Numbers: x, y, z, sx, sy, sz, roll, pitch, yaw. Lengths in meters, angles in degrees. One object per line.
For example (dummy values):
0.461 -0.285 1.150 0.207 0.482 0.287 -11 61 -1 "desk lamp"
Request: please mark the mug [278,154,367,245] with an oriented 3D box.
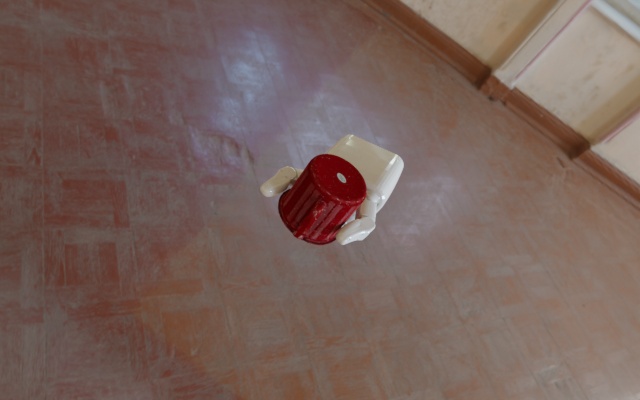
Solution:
0.000 0.003 0.590 0.081 0.093 0.117 -52 0 41 "mug"
